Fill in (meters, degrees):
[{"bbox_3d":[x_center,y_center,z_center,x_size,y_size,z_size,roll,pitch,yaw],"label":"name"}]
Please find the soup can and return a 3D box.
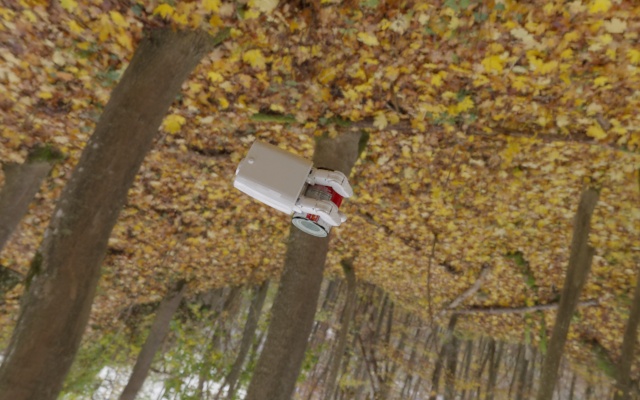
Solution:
[{"bbox_3d":[0.000,0.003,0.823,0.068,0.102,0.068,21,-20,8],"label":"soup can"}]
